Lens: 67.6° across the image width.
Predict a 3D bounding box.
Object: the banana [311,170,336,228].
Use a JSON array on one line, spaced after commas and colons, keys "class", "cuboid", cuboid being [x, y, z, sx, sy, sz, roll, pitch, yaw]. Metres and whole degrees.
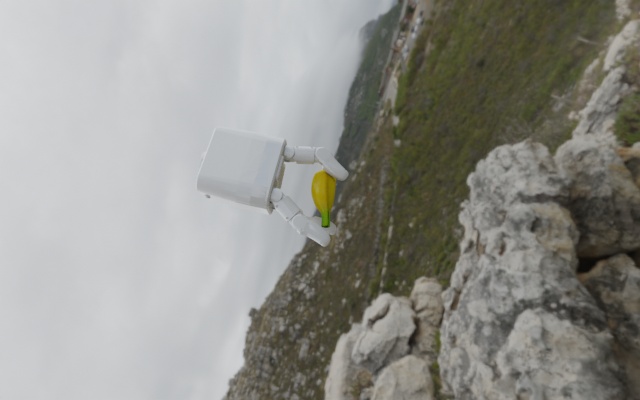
[{"class": "banana", "cuboid": [0.003, -0.015, 0.748, 0.037, 0.069, 0.197, 10, 12, 0]}]
